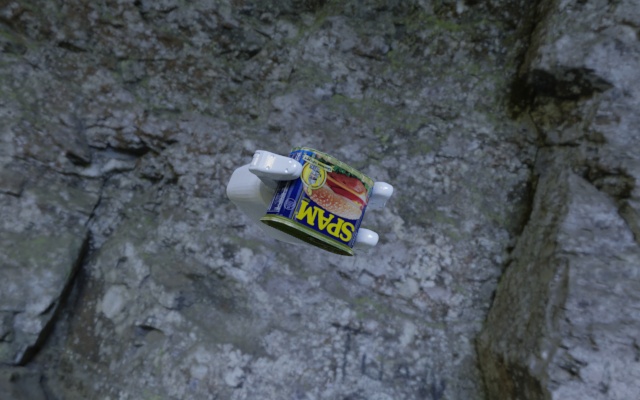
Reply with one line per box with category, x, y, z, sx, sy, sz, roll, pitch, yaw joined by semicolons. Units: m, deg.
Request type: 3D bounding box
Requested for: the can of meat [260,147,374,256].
can of meat;0.000;0.001;0.503;0.102;0.084;0.057;27;-14;-26
